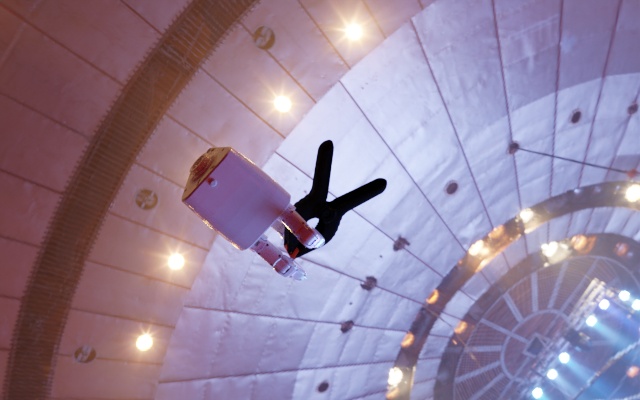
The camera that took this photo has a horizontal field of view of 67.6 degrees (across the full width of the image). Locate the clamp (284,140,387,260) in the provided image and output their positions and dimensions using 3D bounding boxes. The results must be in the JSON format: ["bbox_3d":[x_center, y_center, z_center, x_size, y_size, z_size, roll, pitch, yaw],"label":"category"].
[{"bbox_3d":[0.000,0.002,0.654,0.120,0.171,0.039,42,3,-26],"label":"clamp"}]
